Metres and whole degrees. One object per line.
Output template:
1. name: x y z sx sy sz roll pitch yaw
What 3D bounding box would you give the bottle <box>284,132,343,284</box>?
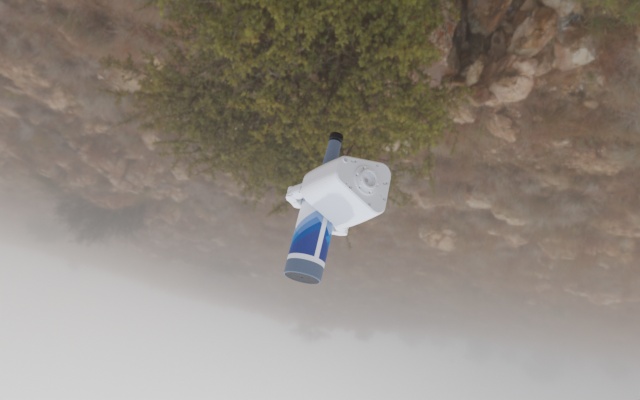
1. bottle: 0.000 0.003 0.881 0.069 0.295 0.069 11 -24 5
